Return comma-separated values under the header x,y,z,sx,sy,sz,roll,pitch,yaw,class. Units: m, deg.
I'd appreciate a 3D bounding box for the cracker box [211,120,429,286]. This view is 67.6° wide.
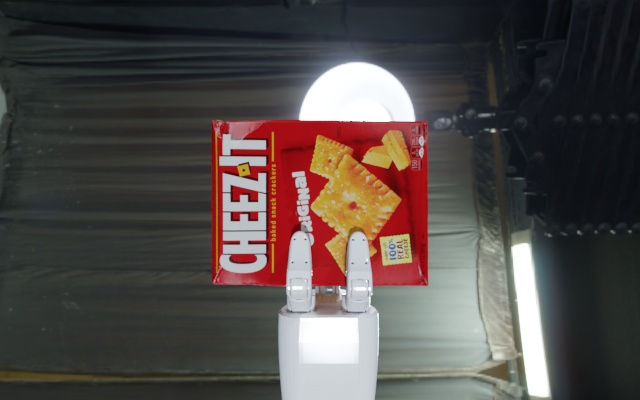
x,y,z,sx,sy,sz,roll,pitch,yaw,class
0.000,0.002,0.488,0.214,0.164,0.072,0,2,0,cracker box
